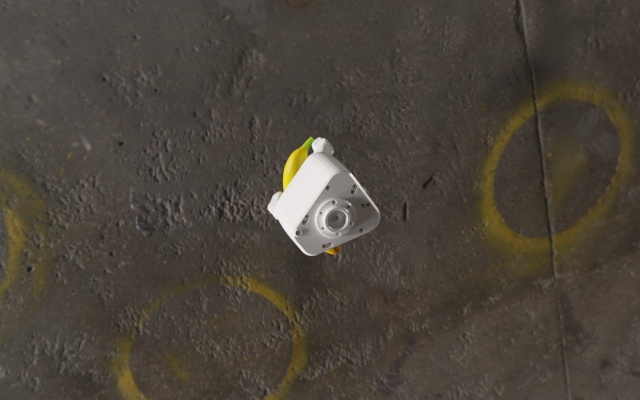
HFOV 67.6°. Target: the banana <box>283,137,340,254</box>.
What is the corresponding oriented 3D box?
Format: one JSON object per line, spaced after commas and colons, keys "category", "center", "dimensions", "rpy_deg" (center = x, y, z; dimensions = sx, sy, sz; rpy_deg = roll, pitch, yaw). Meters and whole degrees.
{"category": "banana", "center": [-0.018, 0.004, 0.757], "dimensions": [0.069, 0.198, 0.037], "rpy_deg": [-16, 17, -10]}
